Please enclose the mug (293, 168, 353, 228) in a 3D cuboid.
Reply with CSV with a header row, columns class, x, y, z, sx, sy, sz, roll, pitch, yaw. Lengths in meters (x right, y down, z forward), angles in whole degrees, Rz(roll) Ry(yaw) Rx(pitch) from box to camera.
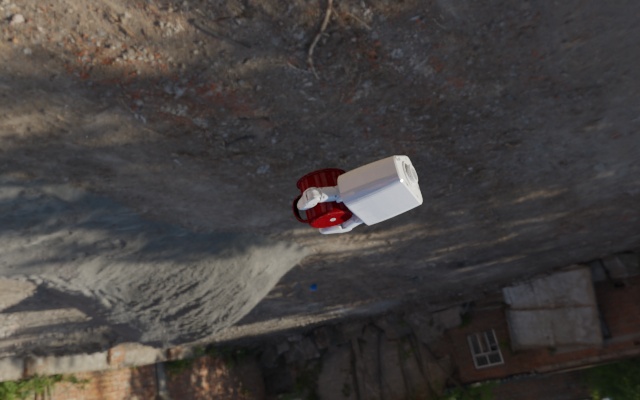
class,x,y,z,sx,sy,sz,roll,pitch,yaw
mug,-0.001,0.003,0.856,0.117,0.081,0.093,-22,-21,23
